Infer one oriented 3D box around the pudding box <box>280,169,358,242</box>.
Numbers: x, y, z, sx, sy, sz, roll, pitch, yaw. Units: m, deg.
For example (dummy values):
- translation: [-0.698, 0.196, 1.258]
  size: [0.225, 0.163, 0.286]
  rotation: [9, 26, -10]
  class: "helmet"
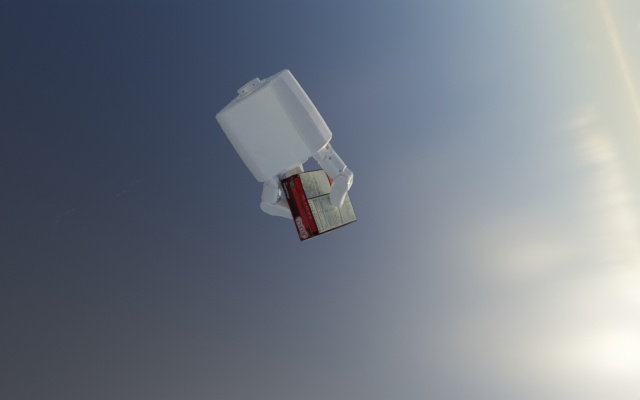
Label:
- translation: [0.000, 0.002, 0.684]
  size: [0.039, 0.090, 0.113]
  rotation: [-20, -3, 35]
  class: "pudding box"
